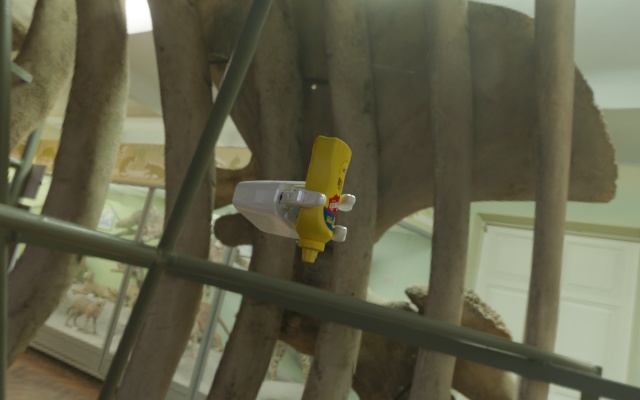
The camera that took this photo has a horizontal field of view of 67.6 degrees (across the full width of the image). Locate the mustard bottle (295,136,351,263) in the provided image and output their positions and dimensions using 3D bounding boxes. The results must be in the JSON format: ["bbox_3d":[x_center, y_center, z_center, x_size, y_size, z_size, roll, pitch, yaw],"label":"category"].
[{"bbox_3d":[0.000,0.002,0.751,0.058,0.191,0.096,11,-10,14],"label":"mustard bottle"}]
